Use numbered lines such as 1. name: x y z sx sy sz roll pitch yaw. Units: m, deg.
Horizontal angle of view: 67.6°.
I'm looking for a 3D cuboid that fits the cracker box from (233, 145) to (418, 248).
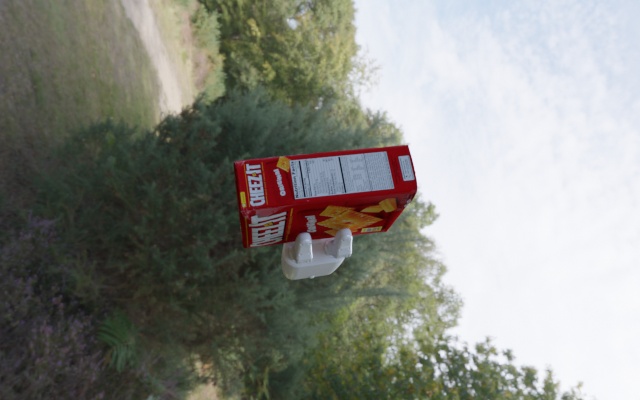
1. cracker box: 0.000 0.002 0.624 0.213 0.072 0.164 -7 -20 -10
